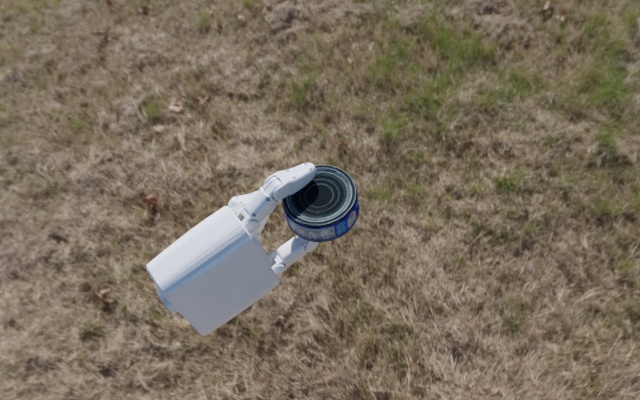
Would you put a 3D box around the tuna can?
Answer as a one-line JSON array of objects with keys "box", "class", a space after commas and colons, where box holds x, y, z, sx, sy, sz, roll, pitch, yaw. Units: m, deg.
[{"box": [0.000, 0.001, 0.534, 0.086, 0.086, 0.034, 0, -35, 8], "class": "tuna can"}]
